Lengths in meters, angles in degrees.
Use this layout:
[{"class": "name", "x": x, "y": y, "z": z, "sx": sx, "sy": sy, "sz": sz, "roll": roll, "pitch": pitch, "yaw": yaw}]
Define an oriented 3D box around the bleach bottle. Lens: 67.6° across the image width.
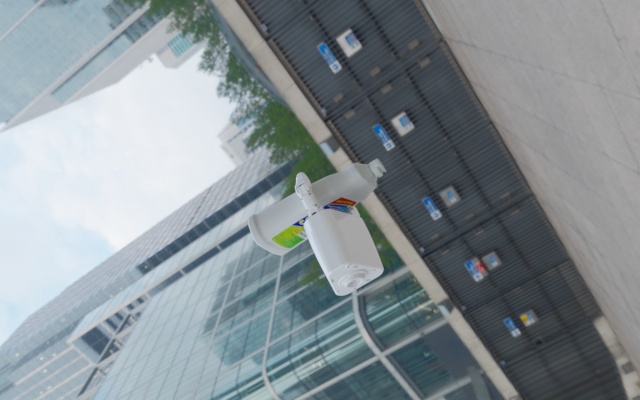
[{"class": "bleach bottle", "x": 0.000, "y": 0.003, "z": 0.847, "sx": 0.251, "sy": 0.068, "sz": 0.103, "roll": -33, "pitch": -34, "yaw": 14}]
